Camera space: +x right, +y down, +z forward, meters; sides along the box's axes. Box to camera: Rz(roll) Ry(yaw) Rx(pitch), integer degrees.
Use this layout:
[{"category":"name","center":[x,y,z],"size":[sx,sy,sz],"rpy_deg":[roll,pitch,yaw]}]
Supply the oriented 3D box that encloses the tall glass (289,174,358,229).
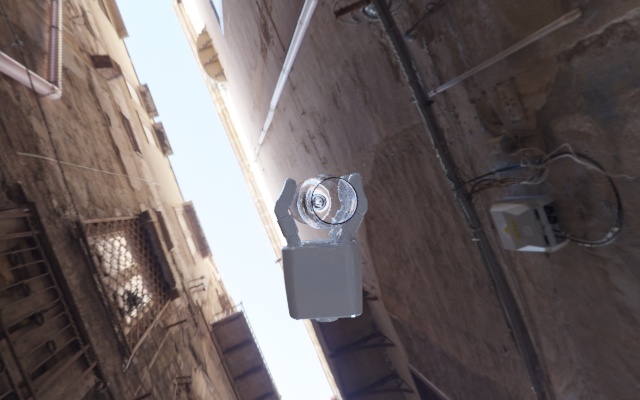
[{"category":"tall glass","center":[0.000,0.002,0.705],"size":[0.079,0.079,0.201],"rpy_deg":[0,-1,-10]}]
